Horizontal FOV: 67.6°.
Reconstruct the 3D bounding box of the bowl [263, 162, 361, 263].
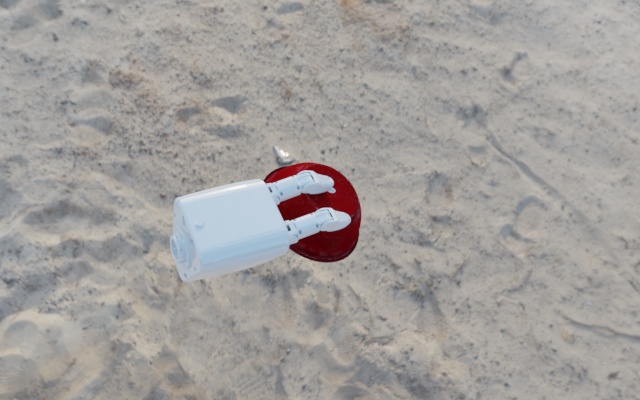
[{"bbox_3d":[0.001,0.002,0.656,0.162,0.162,0.055,0,-34,-39],"label":"bowl"}]
